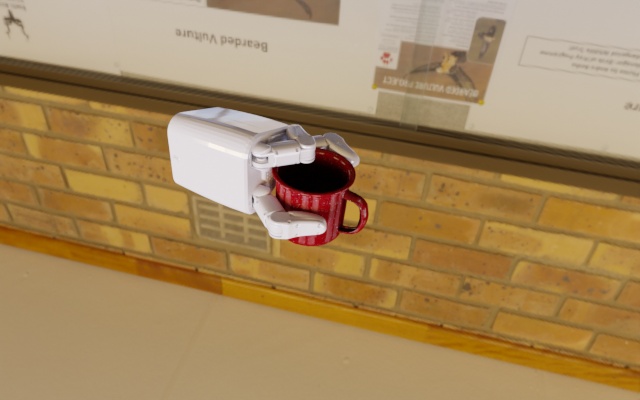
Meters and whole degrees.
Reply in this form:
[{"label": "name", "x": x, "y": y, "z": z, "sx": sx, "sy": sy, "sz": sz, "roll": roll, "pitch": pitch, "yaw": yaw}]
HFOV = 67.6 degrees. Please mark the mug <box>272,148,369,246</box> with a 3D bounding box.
[{"label": "mug", "x": 0.001, "y": 0.002, "z": 0.544, "sx": 0.117, "sy": 0.082, "sz": 0.093, "roll": 21, "pitch": 40, "yaw": 18}]
